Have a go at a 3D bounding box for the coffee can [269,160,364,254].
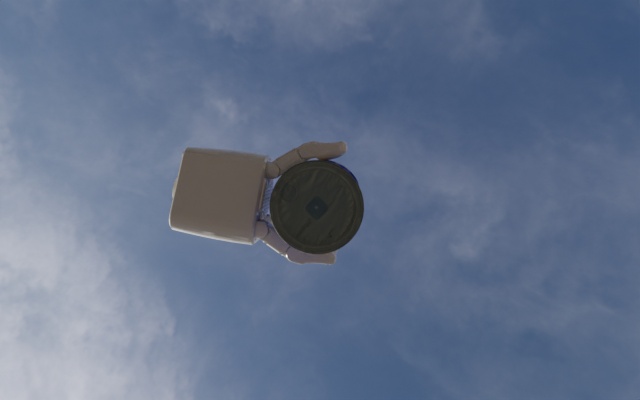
[{"bbox_3d":[0.000,0.002,0.582,0.103,0.103,0.140,0,5,4],"label":"coffee can"}]
